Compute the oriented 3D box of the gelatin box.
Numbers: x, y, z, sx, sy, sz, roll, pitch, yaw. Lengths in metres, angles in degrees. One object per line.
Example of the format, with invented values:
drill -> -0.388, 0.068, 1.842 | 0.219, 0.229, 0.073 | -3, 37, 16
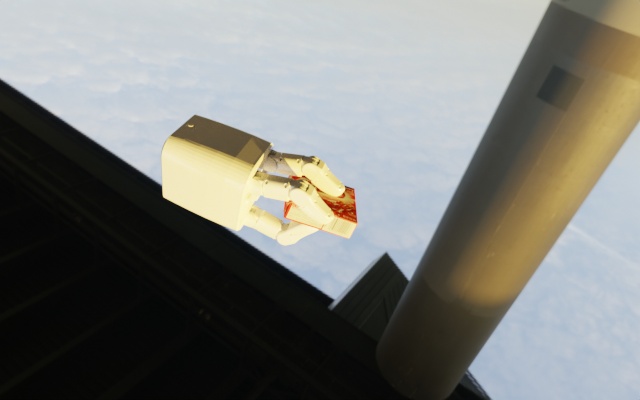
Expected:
gelatin box -> 0.000, 0.002, 0.592 | 0.089, 0.030, 0.073 | 19, 34, -13
